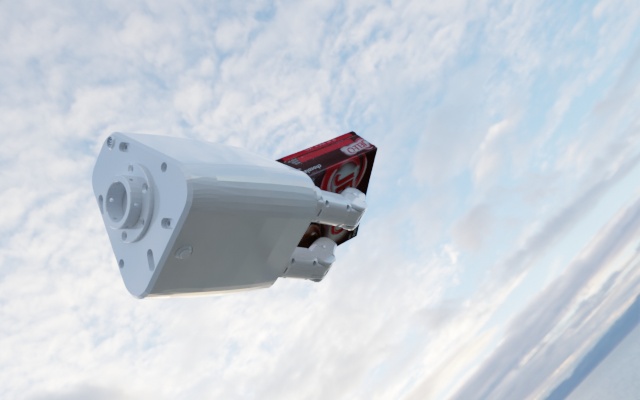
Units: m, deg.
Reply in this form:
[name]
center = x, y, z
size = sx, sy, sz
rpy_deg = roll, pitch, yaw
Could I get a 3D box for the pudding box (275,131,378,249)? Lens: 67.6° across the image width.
[pudding box]
center = 0.000, 0.001, 0.434
size = 0.090, 0.114, 0.039
rpy_deg = -24, 52, -33
